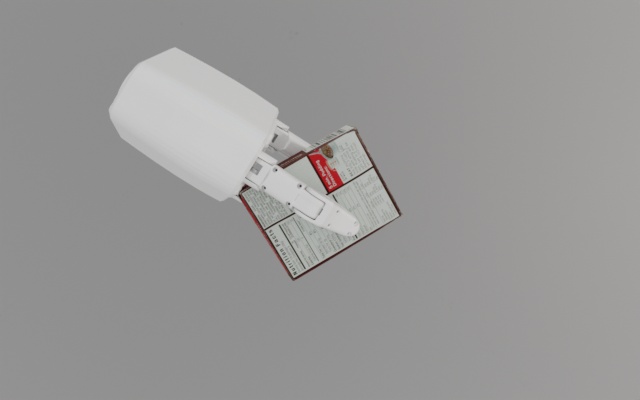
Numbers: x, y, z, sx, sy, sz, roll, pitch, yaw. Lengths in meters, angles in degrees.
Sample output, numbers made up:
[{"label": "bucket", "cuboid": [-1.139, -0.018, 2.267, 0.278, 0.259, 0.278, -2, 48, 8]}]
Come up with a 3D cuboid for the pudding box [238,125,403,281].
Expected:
[{"label": "pudding box", "cuboid": [0.000, 0.001, 0.409, 0.113, 0.090, 0.039, -30, 12, -1]}]
